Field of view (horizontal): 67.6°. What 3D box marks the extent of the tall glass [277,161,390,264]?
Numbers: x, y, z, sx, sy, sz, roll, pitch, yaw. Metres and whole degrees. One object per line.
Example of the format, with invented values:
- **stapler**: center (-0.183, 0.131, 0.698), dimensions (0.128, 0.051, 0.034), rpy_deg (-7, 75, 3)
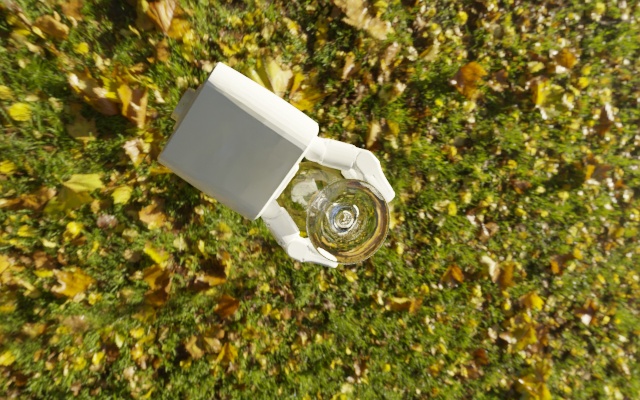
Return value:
- **tall glass**: center (0.000, 0.002, 0.498), dimensions (0.079, 0.079, 0.201), rpy_deg (0, 9, -14)
